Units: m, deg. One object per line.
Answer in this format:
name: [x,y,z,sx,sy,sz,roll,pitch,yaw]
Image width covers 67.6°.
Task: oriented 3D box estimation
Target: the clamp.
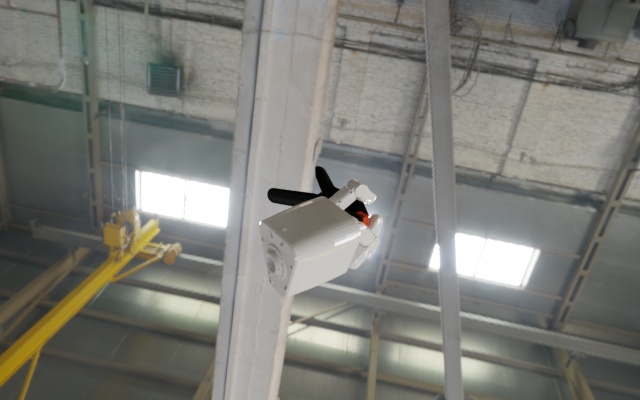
clamp: [0.000,0.003,0.751,0.120,0.039,0.171,-27,40,-25]
